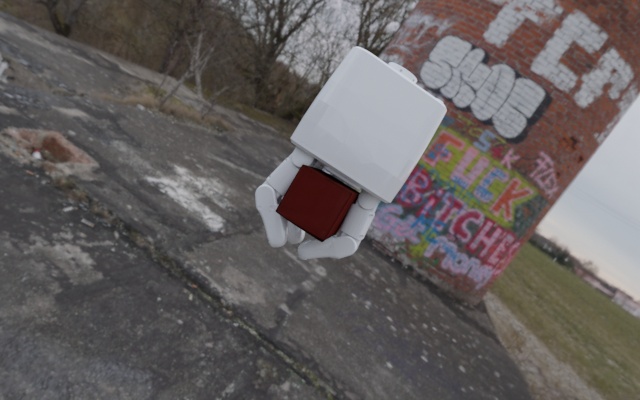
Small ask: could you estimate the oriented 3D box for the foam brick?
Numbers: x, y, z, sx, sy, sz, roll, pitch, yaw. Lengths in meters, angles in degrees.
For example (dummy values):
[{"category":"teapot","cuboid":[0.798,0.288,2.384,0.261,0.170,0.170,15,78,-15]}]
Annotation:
[{"category":"foam brick","cuboid":[0.000,0.002,0.453,0.053,0.051,0.078,32,6,8]}]
